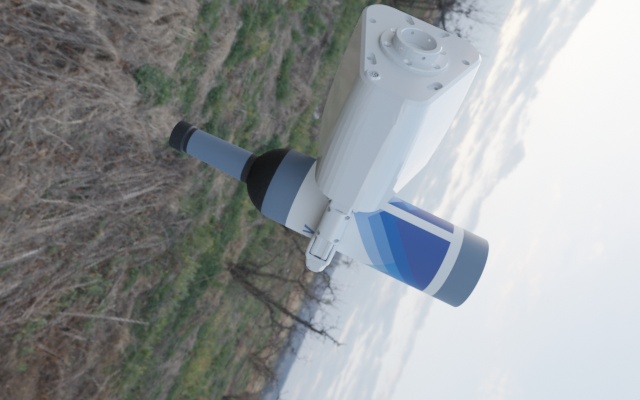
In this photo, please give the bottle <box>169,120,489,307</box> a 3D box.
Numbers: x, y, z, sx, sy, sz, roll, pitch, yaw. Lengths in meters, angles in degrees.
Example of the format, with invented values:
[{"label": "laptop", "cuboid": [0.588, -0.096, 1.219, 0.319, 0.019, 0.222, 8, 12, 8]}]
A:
[{"label": "bottle", "cuboid": [0.000, 0.002, 0.432, 0.295, 0.069, 0.069, 25, 2, 3]}]
